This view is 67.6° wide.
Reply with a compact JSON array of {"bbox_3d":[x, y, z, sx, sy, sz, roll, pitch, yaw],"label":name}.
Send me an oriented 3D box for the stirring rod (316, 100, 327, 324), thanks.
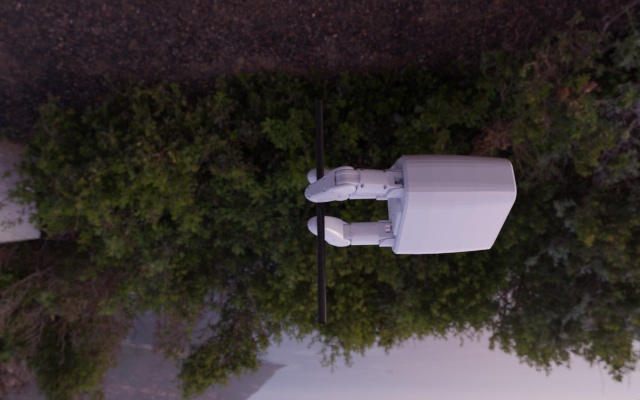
[{"bbox_3d":[0.000,0.001,0.485,0.011,0.239,0.011,-1,-22,0],"label":"stirring rod"}]
